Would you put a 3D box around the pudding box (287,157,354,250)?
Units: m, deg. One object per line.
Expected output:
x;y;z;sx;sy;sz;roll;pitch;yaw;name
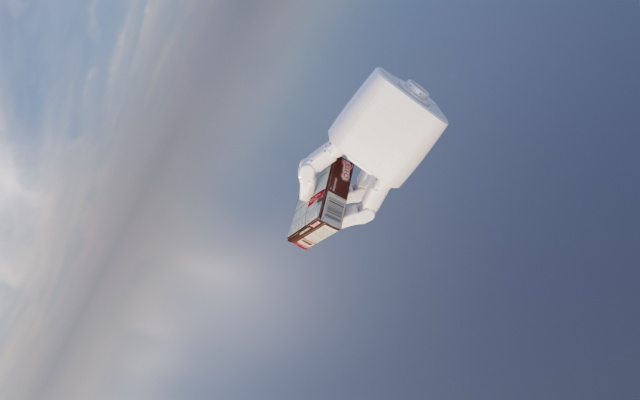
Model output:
0.000;0.002;0.670;0.039;0.113;0.090;29;-36;-19;pudding box
